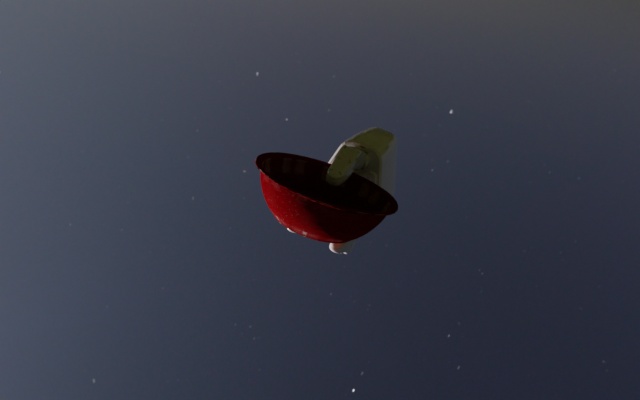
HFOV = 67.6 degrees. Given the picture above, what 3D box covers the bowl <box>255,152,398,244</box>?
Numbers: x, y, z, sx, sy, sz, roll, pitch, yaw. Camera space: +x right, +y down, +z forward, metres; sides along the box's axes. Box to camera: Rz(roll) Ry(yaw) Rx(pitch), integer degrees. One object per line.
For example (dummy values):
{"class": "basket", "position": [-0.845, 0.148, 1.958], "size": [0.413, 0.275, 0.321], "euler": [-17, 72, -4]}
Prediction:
{"class": "bowl", "position": [-0.001, 0.002, 0.522], "size": [0.162, 0.055, 0.162], "euler": [18, 17, -6]}
